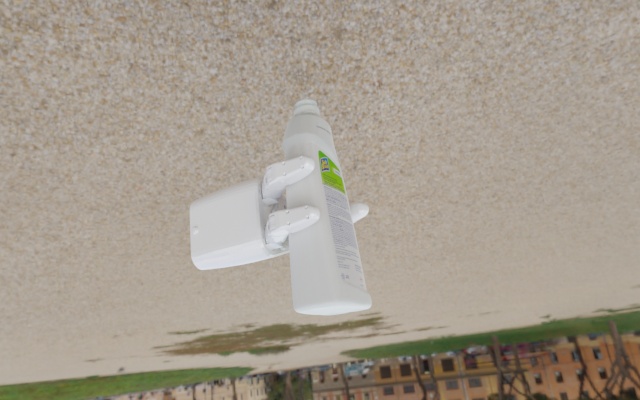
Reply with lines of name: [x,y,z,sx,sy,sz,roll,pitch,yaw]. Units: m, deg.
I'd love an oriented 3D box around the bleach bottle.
bleach bottle: [0.000,0.002,0.558,0.068,0.250,0.102,-15,-20,23]
